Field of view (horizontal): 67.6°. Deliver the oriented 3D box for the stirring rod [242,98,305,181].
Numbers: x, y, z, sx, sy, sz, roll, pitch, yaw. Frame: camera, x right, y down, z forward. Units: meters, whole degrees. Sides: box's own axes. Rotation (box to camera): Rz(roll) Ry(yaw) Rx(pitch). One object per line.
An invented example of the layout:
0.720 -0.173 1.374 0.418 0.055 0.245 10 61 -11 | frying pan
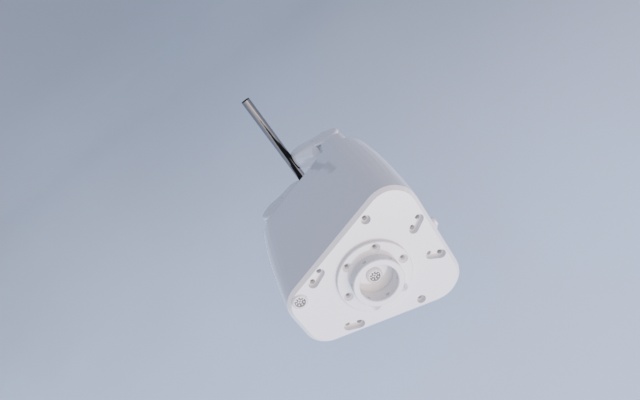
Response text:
0.000 0.001 0.463 0.011 0.240 0.011 -29 25 15 | stirring rod
